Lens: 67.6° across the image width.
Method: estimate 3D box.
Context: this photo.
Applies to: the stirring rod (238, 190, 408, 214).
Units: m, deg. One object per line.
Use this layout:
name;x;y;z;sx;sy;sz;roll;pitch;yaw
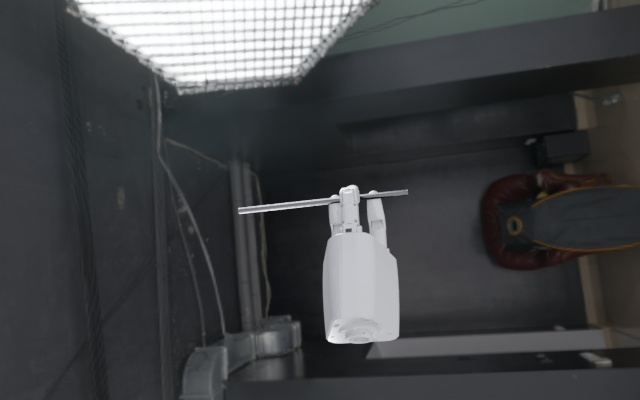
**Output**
stirring rod;0.000;0.002;0.665;0.239;0.011;0.011;-6;-1;11
